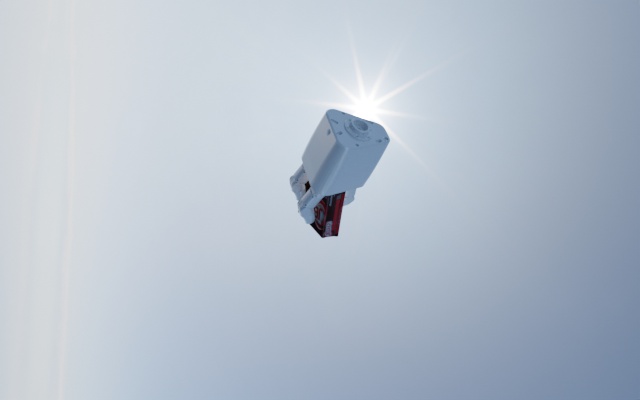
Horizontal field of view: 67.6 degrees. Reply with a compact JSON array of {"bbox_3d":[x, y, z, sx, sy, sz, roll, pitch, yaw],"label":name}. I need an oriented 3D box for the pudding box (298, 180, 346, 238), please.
[{"bbox_3d":[0.000,0.003,0.858,0.039,0.090,0.113,-1,24,-25],"label":"pudding box"}]
